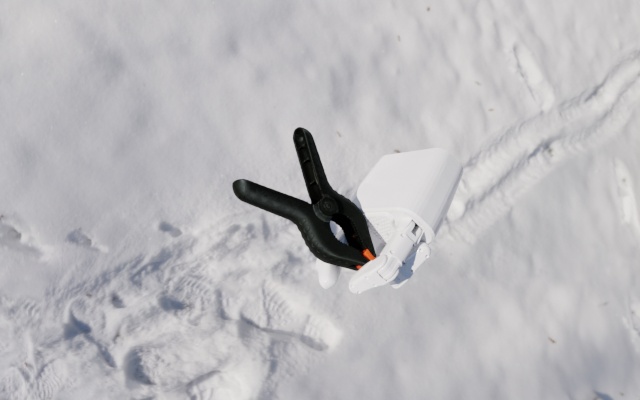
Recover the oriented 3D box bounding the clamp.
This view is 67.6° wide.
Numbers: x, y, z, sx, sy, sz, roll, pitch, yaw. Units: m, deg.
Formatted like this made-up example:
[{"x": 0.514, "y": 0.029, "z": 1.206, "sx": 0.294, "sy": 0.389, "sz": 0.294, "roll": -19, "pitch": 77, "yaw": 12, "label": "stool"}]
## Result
[{"x": 0.000, "y": 0.002, "z": 0.516, "sx": 0.171, "sy": 0.120, "sz": 0.039, "roll": 42, "pitch": -31, "yaw": -14, "label": "clamp"}]
